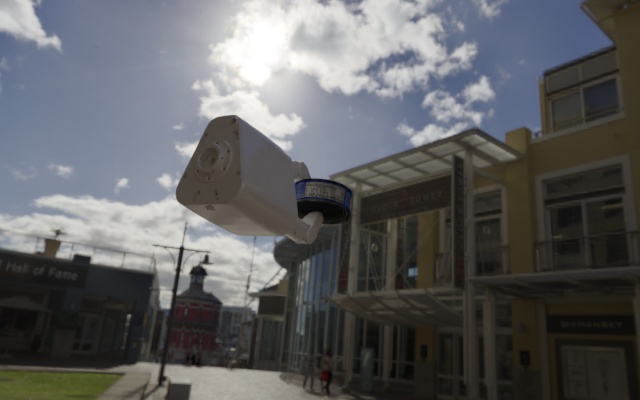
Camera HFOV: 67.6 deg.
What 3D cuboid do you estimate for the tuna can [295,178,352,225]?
[{"bbox_3d":[0.000,0.002,0.649,0.086,0.033,0.086,7,-22,3],"label":"tuna can"}]
